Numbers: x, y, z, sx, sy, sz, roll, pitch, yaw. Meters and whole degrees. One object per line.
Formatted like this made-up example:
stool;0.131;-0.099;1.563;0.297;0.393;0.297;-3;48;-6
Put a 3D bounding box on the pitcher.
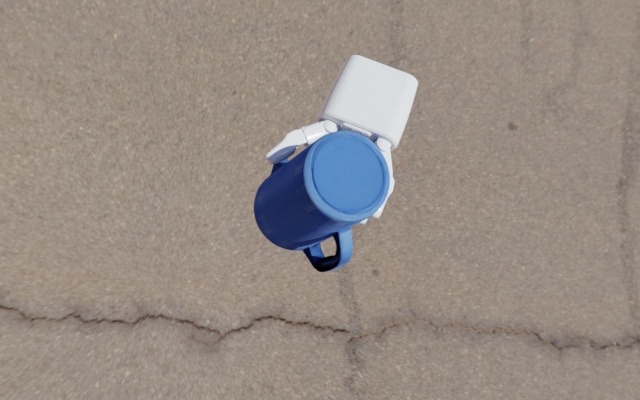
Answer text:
pitcher;0.000;0.002;0.648;0.149;0.145;0.243;28;-18;-11
